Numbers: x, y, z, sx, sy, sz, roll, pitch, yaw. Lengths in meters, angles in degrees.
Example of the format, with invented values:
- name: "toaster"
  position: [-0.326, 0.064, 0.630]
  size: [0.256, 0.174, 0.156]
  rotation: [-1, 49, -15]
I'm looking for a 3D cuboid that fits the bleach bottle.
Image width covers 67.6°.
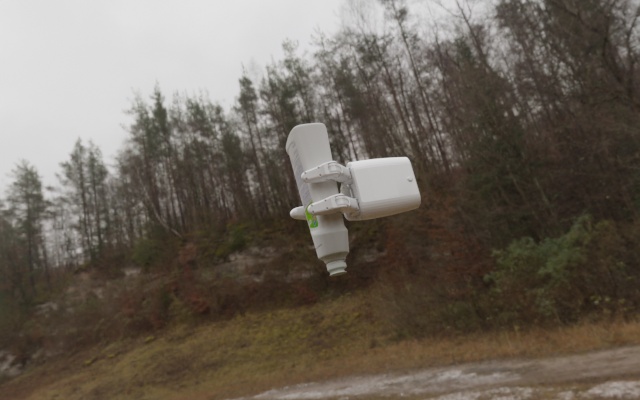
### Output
- name: "bleach bottle"
  position: [0.000, 0.003, 0.799]
  size: [0.068, 0.250, 0.103]
  rotation: [-9, -17, -13]
